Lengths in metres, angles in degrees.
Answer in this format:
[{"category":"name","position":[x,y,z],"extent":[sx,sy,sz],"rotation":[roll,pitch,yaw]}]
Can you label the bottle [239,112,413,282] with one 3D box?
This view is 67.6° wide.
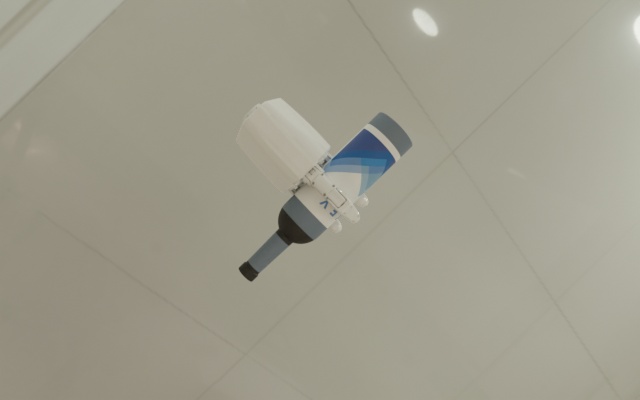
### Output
[{"category":"bottle","position":[0.000,0.002,0.670],"extent":[0.295,0.069,0.069],"rotation":[-44,0,0]}]
